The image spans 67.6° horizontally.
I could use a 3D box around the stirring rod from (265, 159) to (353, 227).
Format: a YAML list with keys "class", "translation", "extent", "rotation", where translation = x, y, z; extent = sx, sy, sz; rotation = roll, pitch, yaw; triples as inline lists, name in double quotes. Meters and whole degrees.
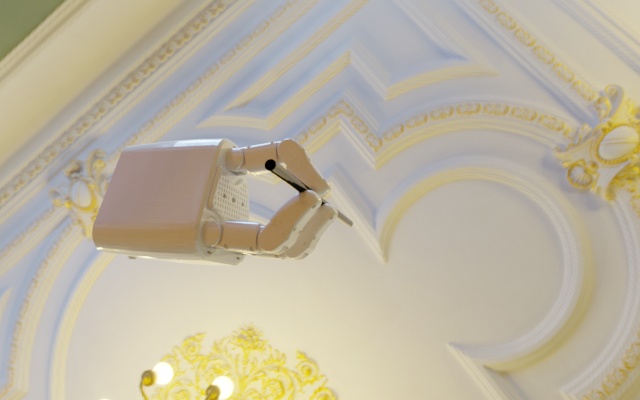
- class: "stirring rod"
  translation: [0.000, 0.001, 0.424]
  extent: [0.011, 0.011, 0.239]
  rotation: [0, -12, 16]
